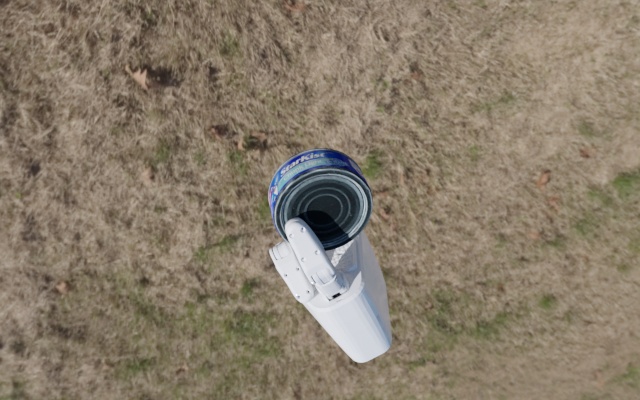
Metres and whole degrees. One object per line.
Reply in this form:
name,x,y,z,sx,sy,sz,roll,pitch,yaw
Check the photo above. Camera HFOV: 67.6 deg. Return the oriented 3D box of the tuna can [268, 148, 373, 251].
tuna can,0.000,0.002,0.403,0.086,0.086,0.033,0,32,-14
